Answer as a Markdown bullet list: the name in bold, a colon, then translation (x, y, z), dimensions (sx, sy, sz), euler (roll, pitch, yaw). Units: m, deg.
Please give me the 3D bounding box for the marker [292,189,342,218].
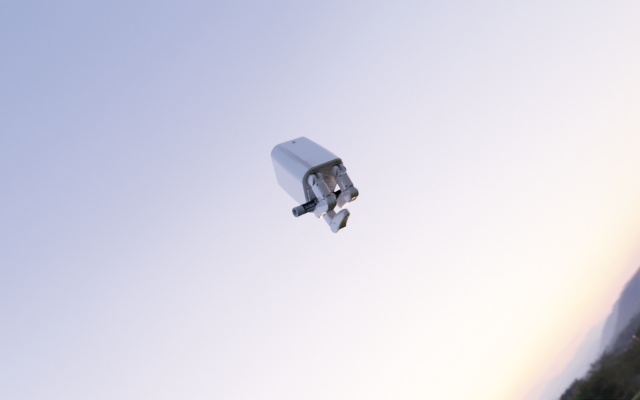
- **marker**: translation (0.000, 0.003, 0.875), dimensions (0.121, 0.020, 0.020), euler (-22, 13, -36)
